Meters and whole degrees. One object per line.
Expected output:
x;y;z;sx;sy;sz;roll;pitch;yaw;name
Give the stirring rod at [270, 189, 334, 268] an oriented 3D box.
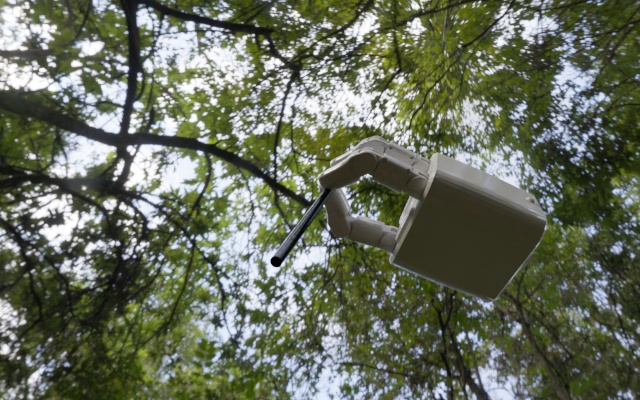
0.000;0.001;0.412;0.011;0.011;0.239;0;18;14;stirring rod
